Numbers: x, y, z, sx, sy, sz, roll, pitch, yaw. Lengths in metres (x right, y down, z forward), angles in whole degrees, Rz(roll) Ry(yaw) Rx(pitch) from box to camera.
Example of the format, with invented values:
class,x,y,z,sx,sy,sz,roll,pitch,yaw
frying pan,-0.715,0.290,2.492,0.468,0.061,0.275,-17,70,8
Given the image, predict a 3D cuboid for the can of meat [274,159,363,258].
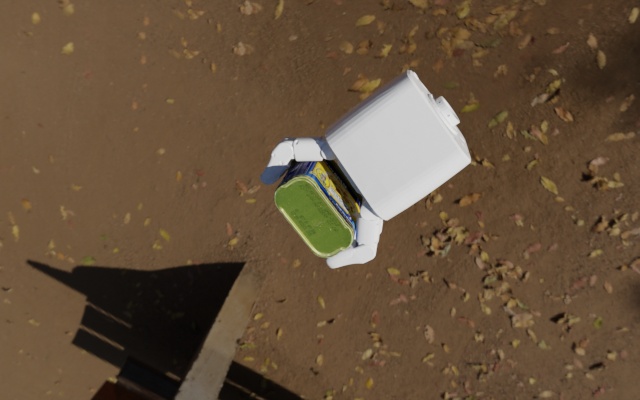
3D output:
class,x,y,z,sx,sy,sz,roll,pitch,yaw
can of meat,0.000,0.002,0.529,0.057,0.102,0.084,-33,15,22
